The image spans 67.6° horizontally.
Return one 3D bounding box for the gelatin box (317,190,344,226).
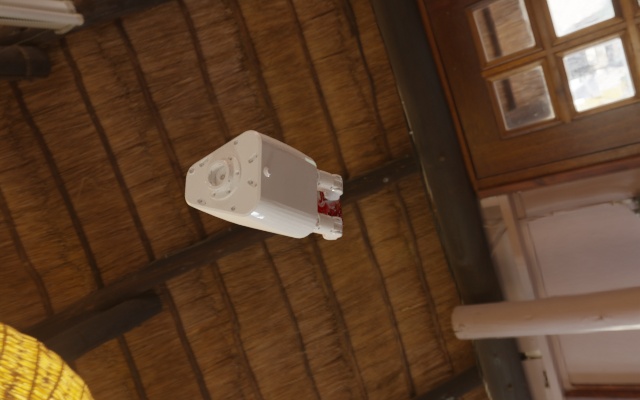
[{"bbox_3d":[0.000,0.002,0.659,0.030,0.073,0.089,-10,-5,24],"label":"gelatin box"}]
